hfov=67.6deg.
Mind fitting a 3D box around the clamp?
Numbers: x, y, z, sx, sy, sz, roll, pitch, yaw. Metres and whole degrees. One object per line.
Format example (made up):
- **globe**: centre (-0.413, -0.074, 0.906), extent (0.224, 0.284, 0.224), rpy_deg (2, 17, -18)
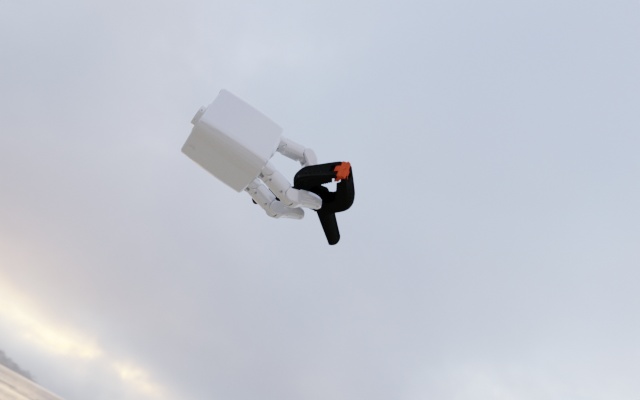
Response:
- **clamp**: centre (0.000, 0.001, 0.730), extent (0.164, 0.036, 0.210), rpy_deg (32, -32, -16)
